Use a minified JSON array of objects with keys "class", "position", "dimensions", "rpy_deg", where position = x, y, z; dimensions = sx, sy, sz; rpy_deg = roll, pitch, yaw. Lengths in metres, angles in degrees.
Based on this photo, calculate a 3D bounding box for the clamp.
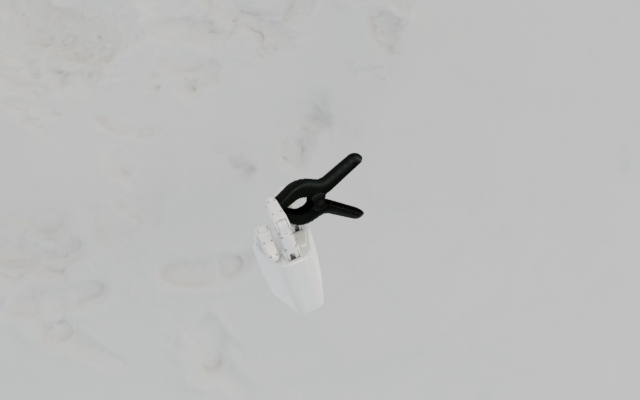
[{"class":"clamp","position":[0.000,0.003,0.776],"dimensions":[0.171,0.120,0.039],"rpy_deg":[-23,29,-12]}]
